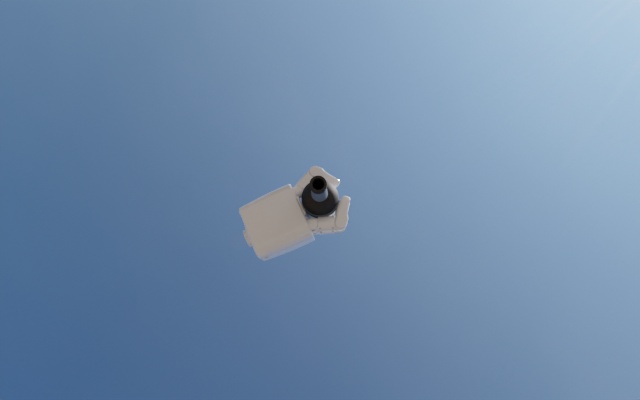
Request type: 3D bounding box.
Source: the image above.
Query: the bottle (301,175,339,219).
[{"bbox_3d":[0.000,0.003,0.879,0.069,0.069,0.296,0,-11,1],"label":"bottle"}]
